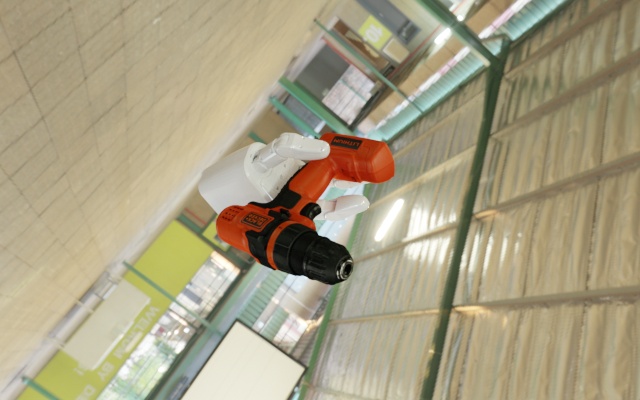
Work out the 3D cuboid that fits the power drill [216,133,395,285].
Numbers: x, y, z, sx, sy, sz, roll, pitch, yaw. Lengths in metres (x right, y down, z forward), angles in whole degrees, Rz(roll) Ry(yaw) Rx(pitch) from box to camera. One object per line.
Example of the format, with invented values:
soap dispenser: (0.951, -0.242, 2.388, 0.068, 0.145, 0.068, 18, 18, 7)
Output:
power drill: (0.000, 0.001, 0.522, 0.184, 0.057, 0.187, 17, 49, 40)
